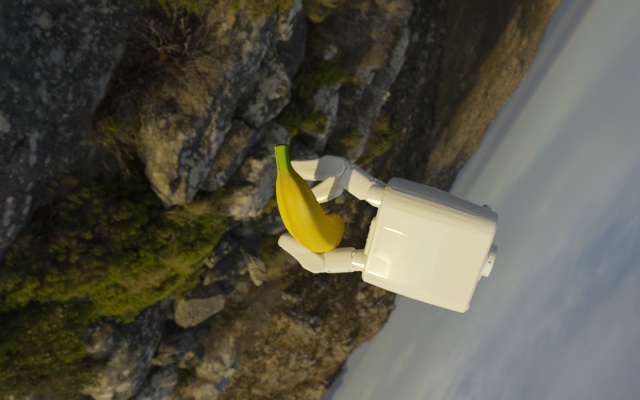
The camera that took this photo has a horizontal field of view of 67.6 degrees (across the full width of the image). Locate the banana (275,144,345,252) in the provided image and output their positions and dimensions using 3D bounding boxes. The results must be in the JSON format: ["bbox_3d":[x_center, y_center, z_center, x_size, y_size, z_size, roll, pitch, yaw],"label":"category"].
[{"bbox_3d":[-0.004,0.018,0.480,0.037,0.069,0.198,4,-21,16],"label":"banana"}]
